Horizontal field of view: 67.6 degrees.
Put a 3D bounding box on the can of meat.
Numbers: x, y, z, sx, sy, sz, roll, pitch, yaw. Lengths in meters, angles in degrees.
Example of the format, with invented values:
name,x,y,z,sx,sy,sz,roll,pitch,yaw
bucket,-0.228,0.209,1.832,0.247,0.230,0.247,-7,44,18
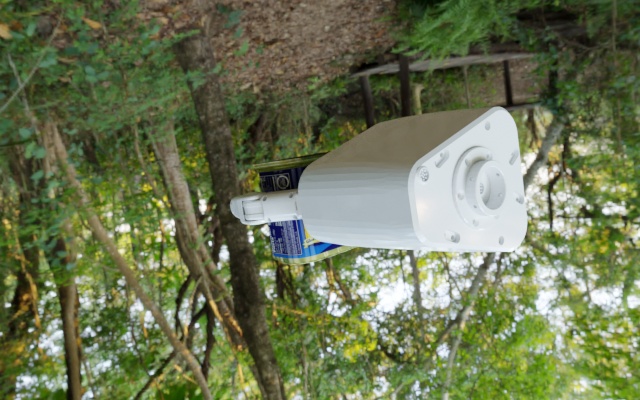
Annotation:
name,x,y,z,sx,sy,sz,roll,pitch,yaw
can of meat,0.000,0.002,0.411,0.102,0.084,0.057,-14,8,-37
